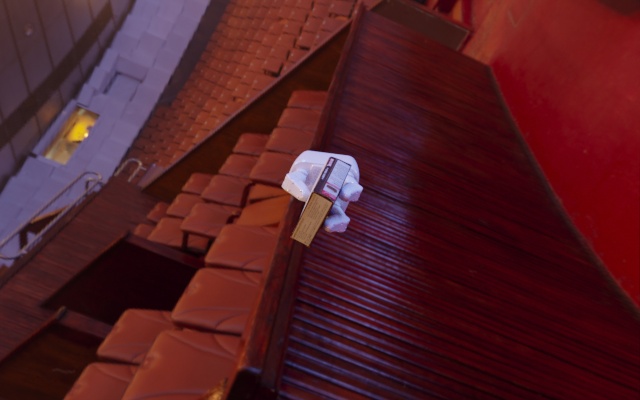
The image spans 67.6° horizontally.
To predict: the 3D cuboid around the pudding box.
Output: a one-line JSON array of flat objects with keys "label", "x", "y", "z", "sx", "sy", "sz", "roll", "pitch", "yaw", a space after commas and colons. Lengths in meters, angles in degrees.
[{"label": "pudding box", "x": 0.000, "y": 0.002, "z": 0.714, "sx": 0.039, "sy": 0.090, "sz": 0.114, "roll": 25, "pitch": -45, "yaw": 0}]
